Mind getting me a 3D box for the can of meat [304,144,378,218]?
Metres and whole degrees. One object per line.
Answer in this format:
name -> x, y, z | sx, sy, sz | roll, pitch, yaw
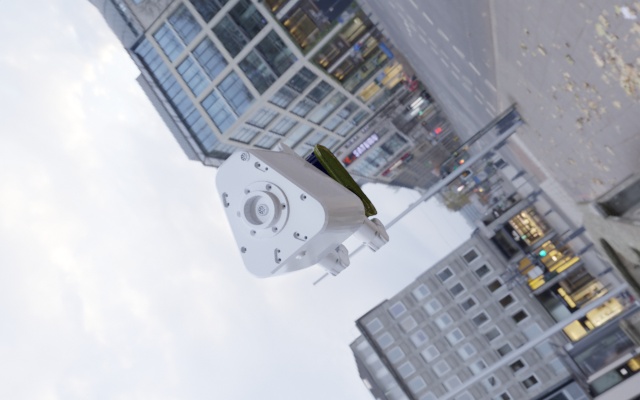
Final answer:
can of meat -> 0.000, 0.002, 0.547 | 0.084, 0.102, 0.057 | -40, -10, 15
